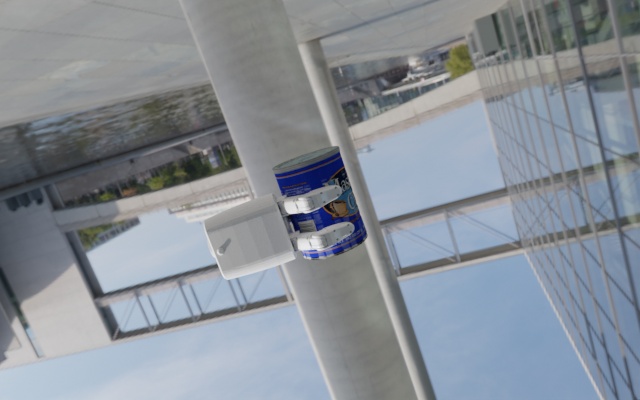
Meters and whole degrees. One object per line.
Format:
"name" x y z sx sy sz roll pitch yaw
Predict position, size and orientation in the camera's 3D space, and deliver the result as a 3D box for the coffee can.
"coffee can" 0.000 0.002 0.703 0.103 0.140 0.102 -18 11 4
